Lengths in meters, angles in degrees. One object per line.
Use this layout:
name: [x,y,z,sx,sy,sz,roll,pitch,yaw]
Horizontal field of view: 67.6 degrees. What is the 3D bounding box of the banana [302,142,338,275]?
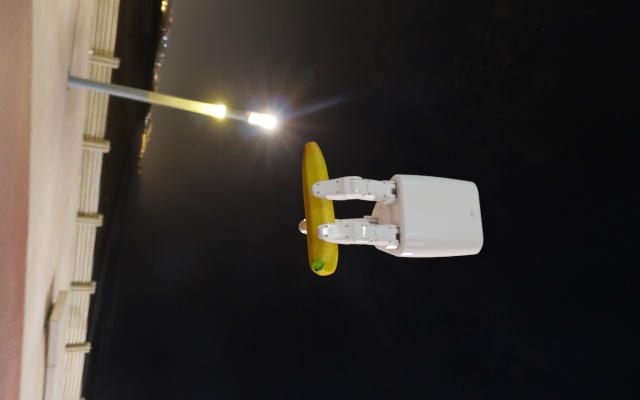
banana: [0.000,0.016,0.589,0.037,0.197,0.070,-3,-40,-4]
